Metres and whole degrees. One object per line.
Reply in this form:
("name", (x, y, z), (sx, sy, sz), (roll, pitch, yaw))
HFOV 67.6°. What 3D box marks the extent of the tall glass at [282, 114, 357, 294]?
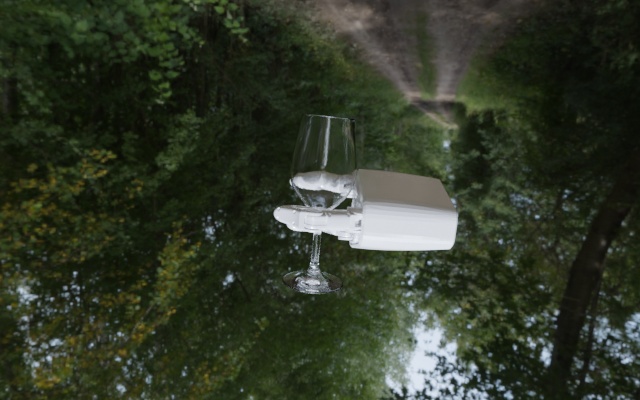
("tall glass", (0.000, 0.003, 0.562), (0.079, 0.201, 0.079), (5, 10, -1))
